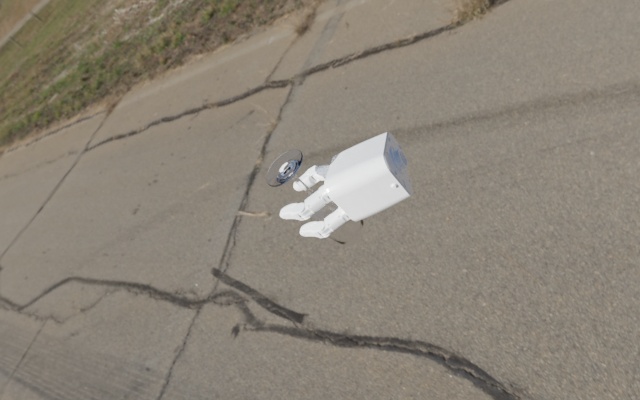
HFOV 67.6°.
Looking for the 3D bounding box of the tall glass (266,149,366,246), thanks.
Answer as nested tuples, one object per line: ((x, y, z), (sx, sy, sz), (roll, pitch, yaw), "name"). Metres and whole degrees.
((0.000, 0.002, 0.820), (0.079, 0.079, 0.201), (0, -34, 44), "tall glass")
